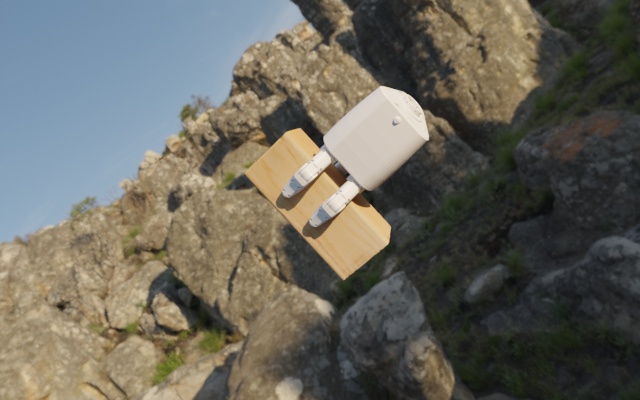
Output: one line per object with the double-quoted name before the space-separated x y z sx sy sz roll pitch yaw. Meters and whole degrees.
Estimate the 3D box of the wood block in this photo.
"wood block" 0.000 0.002 0.700 0.090 0.206 0.091 -42 2 16
